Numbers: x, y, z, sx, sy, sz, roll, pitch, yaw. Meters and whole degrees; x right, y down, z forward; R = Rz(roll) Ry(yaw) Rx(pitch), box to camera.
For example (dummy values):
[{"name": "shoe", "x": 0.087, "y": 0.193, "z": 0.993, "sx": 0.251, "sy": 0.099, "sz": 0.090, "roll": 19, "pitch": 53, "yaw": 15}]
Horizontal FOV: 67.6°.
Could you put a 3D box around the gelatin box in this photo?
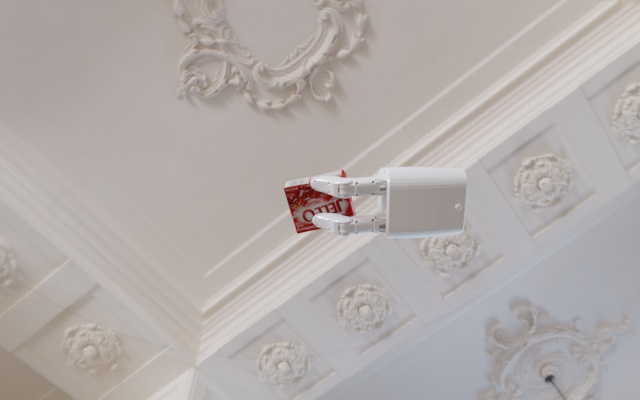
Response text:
[{"name": "gelatin box", "x": 0.000, "y": 0.002, "z": 0.679, "sx": 0.089, "sy": 0.073, "sz": 0.030, "roll": -12, "pitch": 20, "yaw": 10}]
